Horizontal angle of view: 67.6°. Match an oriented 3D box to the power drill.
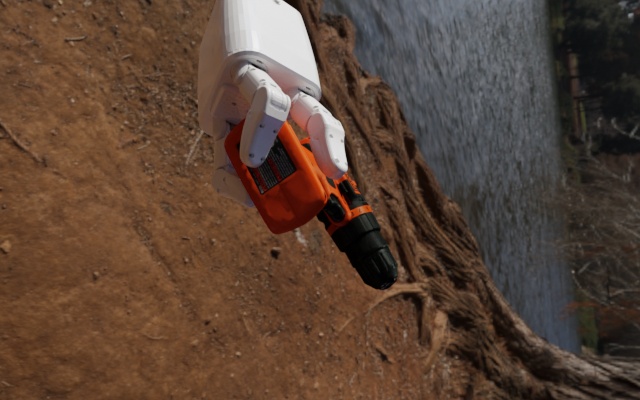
[{"bbox_3d":[0.000,0.001,0.445,0.057,0.184,0.188,-36,-20,10],"label":"power drill"}]
